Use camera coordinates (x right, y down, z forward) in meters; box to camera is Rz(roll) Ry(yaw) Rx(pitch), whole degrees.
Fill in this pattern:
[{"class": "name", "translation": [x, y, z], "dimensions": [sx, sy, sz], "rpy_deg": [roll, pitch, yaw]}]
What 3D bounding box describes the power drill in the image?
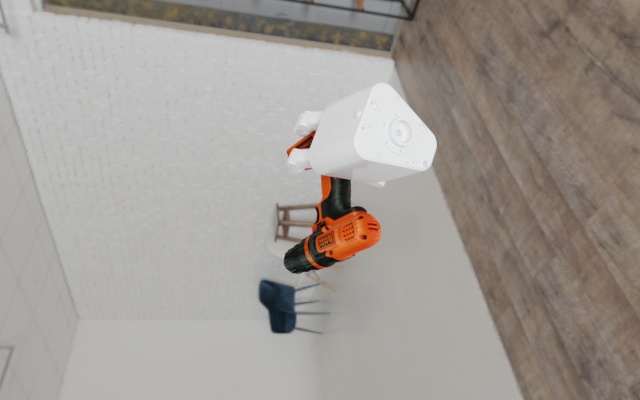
[{"class": "power drill", "translation": [0.000, 0.002, 0.685], "dimensions": [0.057, 0.187, 0.184], "rpy_deg": [7, -24, -42]}]
